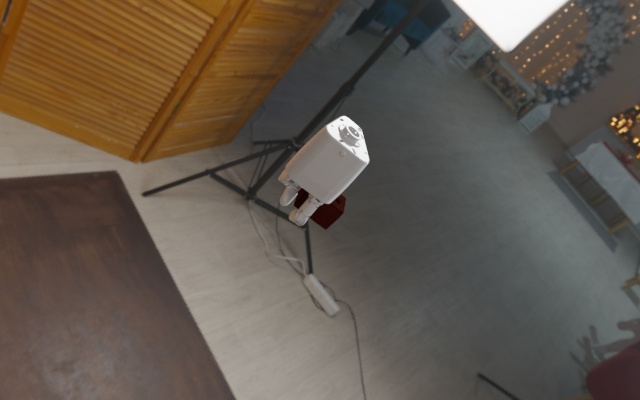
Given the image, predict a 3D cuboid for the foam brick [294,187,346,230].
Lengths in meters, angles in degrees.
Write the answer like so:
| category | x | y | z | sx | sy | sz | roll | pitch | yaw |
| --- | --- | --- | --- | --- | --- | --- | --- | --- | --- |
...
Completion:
| category | x | y | z | sx | sy | sz | roll | pitch | yaw |
| --- | --- | --- | --- | --- | --- | --- | --- | --- | --- |
| foam brick | 0.000 | 0.003 | 0.855 | 0.078 | 0.051 | 0.053 | 38 | 29 | -15 |
